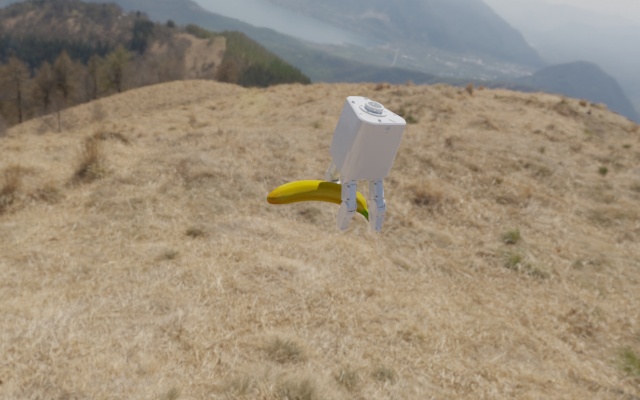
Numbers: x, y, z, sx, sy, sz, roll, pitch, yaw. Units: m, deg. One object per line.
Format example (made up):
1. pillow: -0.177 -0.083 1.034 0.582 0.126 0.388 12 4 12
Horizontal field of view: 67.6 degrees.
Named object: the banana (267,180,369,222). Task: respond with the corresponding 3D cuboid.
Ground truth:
1. banana: 0.001 -0.008 0.853 0.198 0.037 0.069 9 35 -15
